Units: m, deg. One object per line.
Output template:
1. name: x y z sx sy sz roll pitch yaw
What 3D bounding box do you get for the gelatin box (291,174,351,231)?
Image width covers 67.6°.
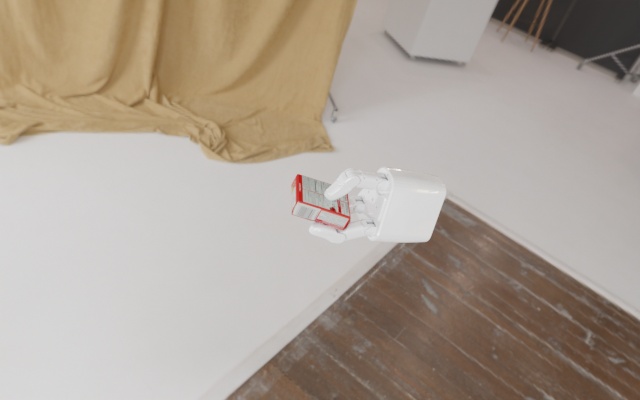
1. gelatin box: 0.000 0.002 0.731 0.089 0.030 0.073 18 34 -17
